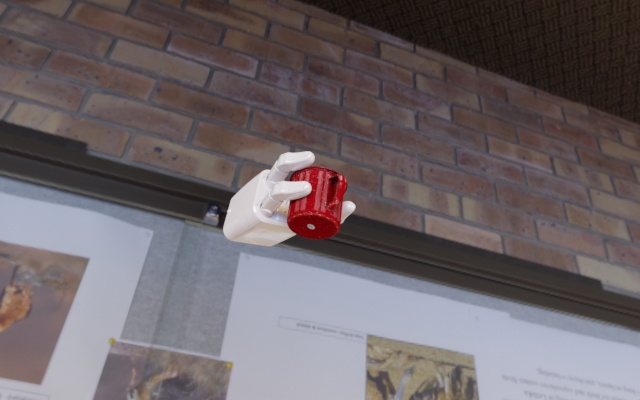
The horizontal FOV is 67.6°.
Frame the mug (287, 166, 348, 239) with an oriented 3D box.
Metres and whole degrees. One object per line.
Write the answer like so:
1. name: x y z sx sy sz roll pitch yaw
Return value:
1. mug: 0.001 0.002 0.726 0.093 0.081 0.117 27 -38 -28
